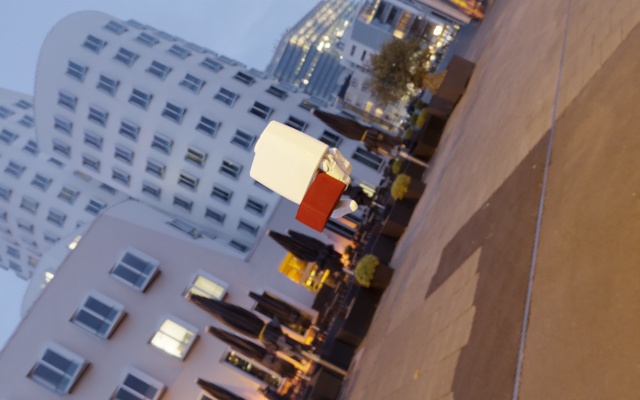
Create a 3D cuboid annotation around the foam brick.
[{"bbox_3d":[0.000,0.003,0.781,0.051,0.078,0.053,28,-33,3],"label":"foam brick"}]
